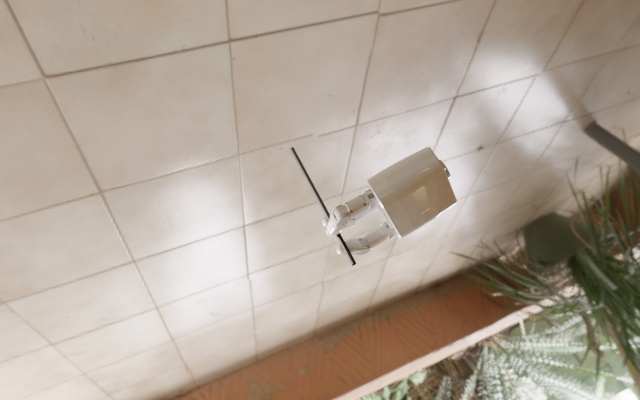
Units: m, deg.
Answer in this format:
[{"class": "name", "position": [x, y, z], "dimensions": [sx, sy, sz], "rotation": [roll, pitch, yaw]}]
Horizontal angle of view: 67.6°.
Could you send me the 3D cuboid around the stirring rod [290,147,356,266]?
[{"class": "stirring rod", "position": [0.000, 0.002, 0.765], "dimensions": [0.011, 0.239, 0.011], "rotation": [-21, -31, -13]}]
